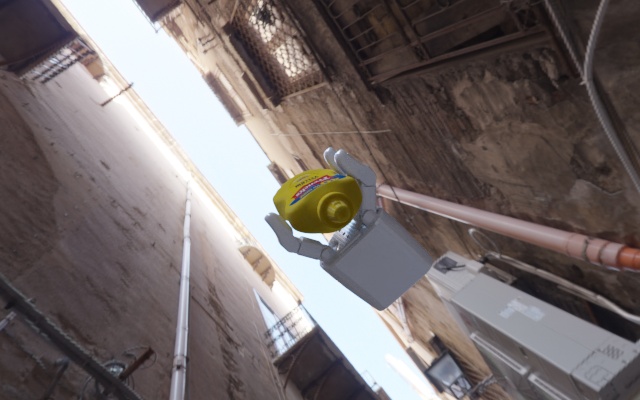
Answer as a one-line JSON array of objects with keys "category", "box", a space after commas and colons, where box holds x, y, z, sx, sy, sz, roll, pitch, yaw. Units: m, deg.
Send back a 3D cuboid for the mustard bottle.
[{"category": "mustard bottle", "box": [0.000, 0.002, 0.598, 0.096, 0.058, 0.191, -26, 14, -10]}]
